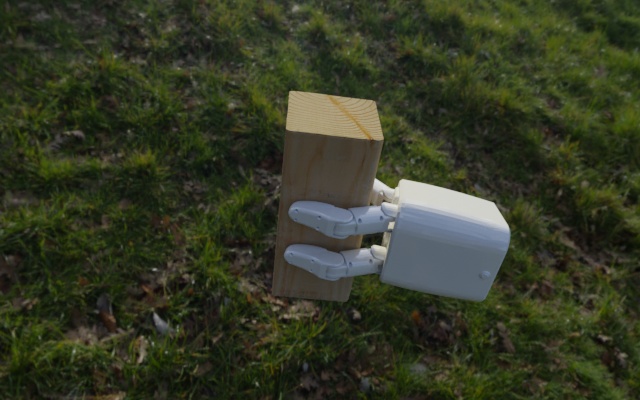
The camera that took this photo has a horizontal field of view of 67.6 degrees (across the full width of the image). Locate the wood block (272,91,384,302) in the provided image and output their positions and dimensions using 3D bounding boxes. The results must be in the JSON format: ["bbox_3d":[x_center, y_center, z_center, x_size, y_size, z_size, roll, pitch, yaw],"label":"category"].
[{"bbox_3d":[0.000,0.001,0.509,0.090,0.206,0.090,6,35,-4],"label":"wood block"}]
